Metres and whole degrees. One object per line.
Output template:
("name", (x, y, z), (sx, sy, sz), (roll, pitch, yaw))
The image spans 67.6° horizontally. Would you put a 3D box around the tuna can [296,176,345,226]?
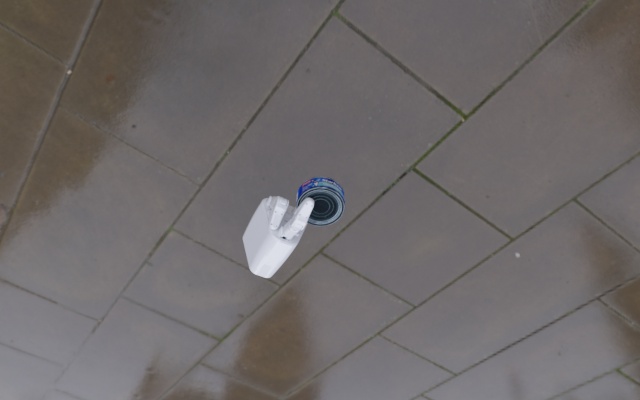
("tuna can", (0.000, 0.003, 0.831), (0.086, 0.086, 0.033), (0, 35, 0))
